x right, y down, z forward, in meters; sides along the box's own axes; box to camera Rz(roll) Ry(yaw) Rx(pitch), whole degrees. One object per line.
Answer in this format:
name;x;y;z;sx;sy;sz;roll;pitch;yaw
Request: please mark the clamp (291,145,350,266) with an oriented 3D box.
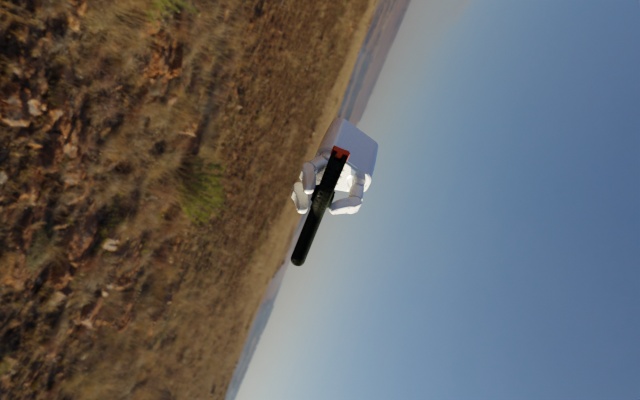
clamp;0.001;0.002;0.802;0.036;0.164;0.210;21;-44;-2
